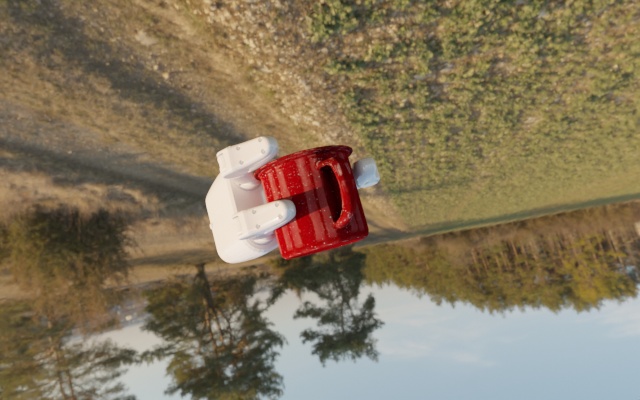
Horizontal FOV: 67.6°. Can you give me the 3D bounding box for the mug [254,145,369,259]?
[{"bbox_3d":[0.001,0.001,0.419,0.093,0.081,0.117,-11,-9,-28],"label":"mug"}]
